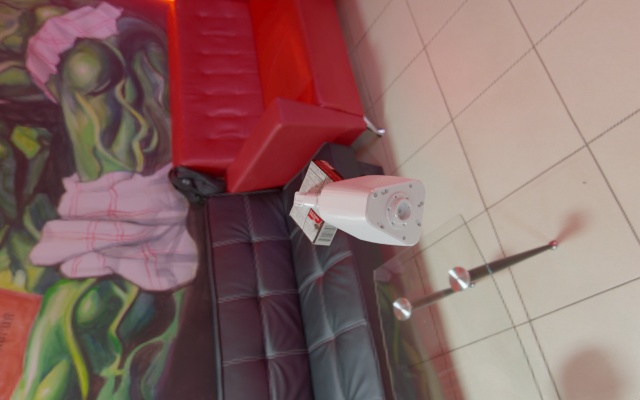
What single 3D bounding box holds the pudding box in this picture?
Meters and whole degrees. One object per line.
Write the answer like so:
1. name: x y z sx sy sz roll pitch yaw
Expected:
1. pudding box: 0.000 0.003 0.775 0.039 0.113 0.090 7 27 -37
